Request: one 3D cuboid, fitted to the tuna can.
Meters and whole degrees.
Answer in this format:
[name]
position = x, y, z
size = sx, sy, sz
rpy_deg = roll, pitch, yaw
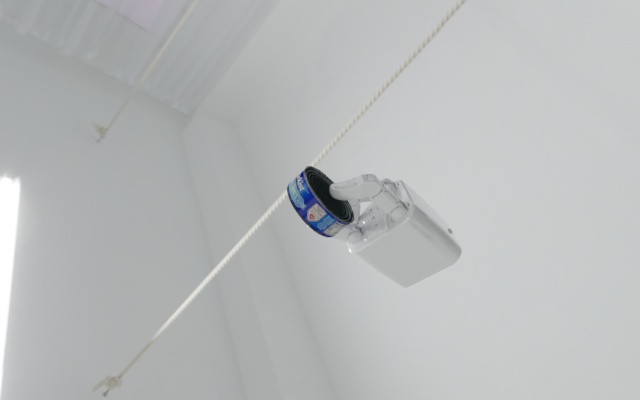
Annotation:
[tuna can]
position = 0.000, 0.002, 0.574
size = 0.034, 0.086, 0.086
rpy_deg = -40, -16, 19
